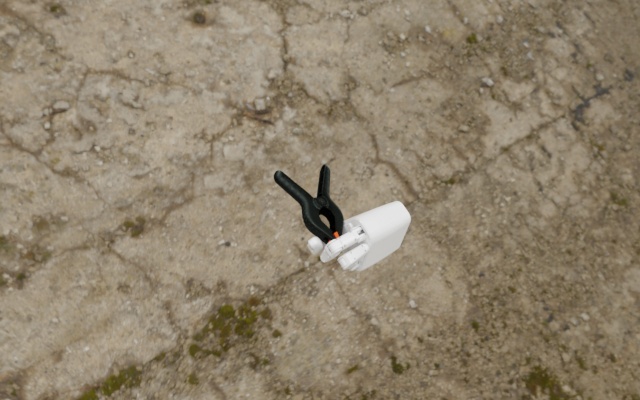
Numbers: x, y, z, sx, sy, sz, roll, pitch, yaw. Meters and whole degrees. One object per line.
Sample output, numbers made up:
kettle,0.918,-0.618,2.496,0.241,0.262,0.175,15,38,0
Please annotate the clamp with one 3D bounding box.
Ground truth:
clamp,0.000,0.003,0.880,0.120,0.171,0.039,-23,-16,-32
